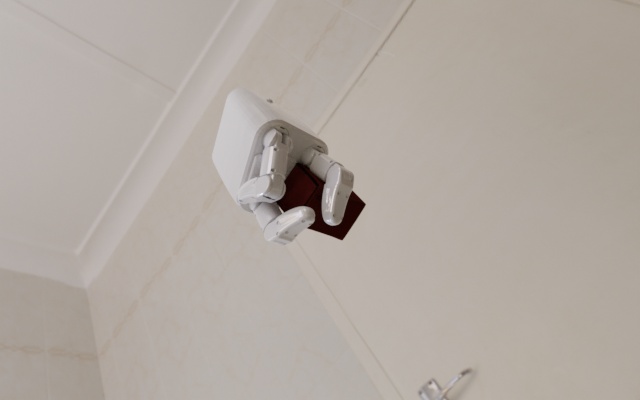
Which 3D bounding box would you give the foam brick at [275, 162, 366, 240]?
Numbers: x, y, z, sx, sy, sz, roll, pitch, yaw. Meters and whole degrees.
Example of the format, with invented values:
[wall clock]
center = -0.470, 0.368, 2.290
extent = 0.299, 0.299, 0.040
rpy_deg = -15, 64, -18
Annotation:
[foam brick]
center = 0.000, 0.002, 0.528
extent = 0.078, 0.053, 0.051
rpy_deg = 22, 18, -41
